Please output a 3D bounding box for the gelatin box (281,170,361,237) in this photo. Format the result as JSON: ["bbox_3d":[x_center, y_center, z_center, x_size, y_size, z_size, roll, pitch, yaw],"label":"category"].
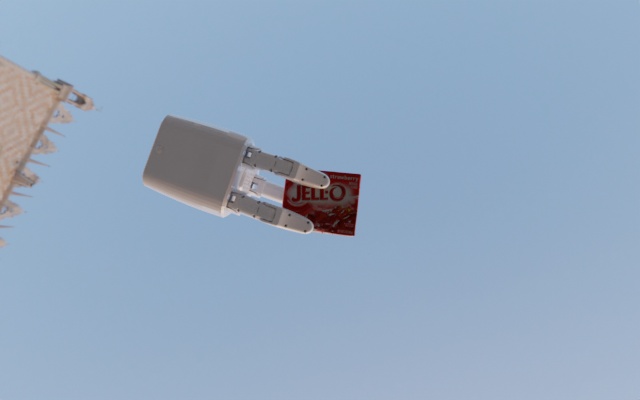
[{"bbox_3d":[0.000,0.002,0.562,0.089,0.073,0.030,6,-5,2],"label":"gelatin box"}]
